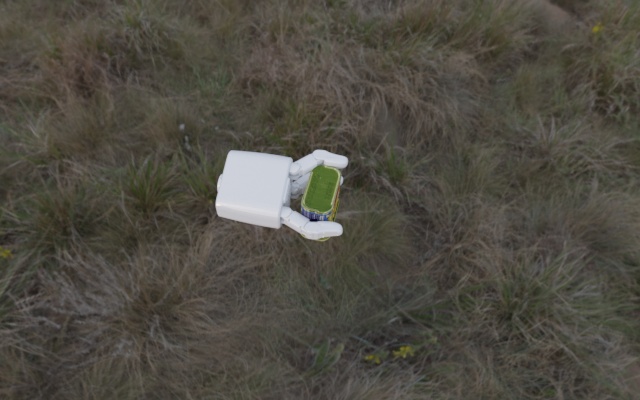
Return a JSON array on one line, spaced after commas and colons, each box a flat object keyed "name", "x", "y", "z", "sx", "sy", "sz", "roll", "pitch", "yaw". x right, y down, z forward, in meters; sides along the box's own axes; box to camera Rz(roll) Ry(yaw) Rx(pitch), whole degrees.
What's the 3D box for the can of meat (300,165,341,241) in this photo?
[{"name": "can of meat", "x": 0.000, "y": 0.003, "z": 0.802, "sx": 0.057, "sy": 0.102, "sz": 0.084, "roll": 12, "pitch": -35, "yaw": 5}]
